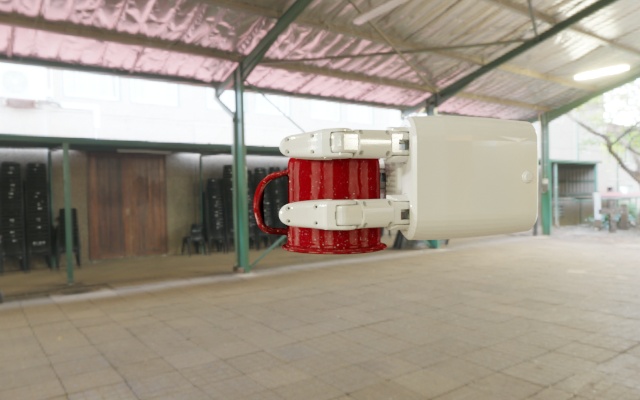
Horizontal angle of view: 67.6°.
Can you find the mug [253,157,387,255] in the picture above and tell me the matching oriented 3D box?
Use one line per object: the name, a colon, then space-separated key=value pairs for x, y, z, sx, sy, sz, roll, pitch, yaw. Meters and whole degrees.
mug: x=-0.001 y=0.001 z=0.420 sx=0.117 sy=0.081 sz=0.093 roll=-1 pitch=1 yaw=-8
